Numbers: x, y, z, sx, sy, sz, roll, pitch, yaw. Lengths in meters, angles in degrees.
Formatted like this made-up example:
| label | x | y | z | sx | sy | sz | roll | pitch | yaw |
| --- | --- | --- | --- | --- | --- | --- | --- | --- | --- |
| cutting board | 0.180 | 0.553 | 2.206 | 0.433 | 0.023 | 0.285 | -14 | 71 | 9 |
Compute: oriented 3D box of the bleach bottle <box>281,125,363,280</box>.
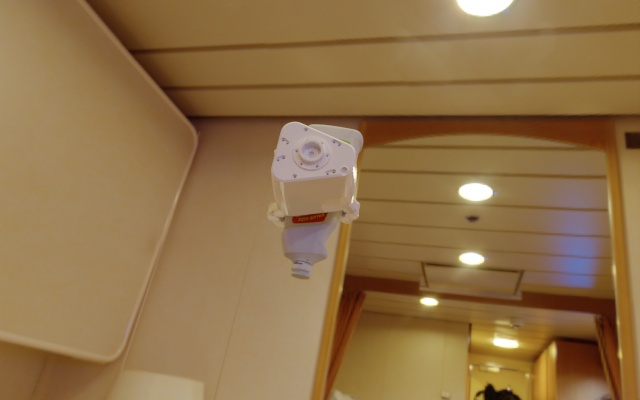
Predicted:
| label | x | y | z | sx | sy | sz | roll | pitch | yaw |
| --- | --- | --- | --- | --- | --- | --- | --- | --- | --- |
| bleach bottle | 0.000 | 0.002 | 0.760 | 0.102 | 0.250 | 0.068 | 9 | -24 | 4 |
